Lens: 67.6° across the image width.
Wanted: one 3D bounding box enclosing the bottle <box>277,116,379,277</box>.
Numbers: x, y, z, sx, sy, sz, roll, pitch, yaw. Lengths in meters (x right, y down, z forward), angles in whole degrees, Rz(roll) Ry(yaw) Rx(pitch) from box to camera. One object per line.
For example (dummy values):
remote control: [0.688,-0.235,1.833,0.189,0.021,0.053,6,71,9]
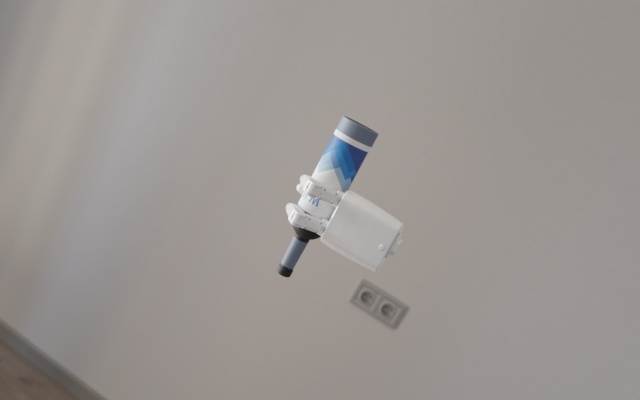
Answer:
bottle: [0.000,0.002,0.817,0.069,0.296,0.069,26,13,-7]
